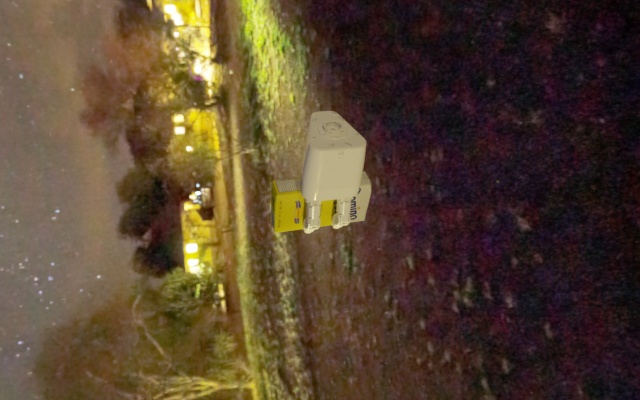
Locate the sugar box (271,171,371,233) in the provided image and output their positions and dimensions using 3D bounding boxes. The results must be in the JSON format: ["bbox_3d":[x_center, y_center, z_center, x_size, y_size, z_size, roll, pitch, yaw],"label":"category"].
[{"bbox_3d":[0.000,0.003,0.861,0.176,0.093,0.048,-6,43,-14],"label":"sugar box"}]
